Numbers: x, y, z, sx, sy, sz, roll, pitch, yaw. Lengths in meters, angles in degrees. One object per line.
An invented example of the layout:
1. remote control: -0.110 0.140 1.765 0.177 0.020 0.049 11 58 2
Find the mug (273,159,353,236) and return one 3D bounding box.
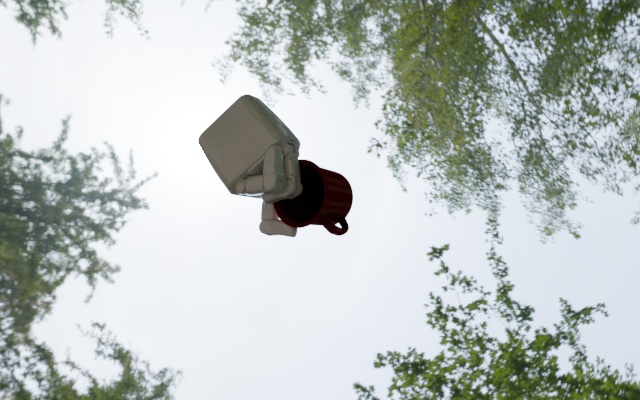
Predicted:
1. mug: 0.001 0.003 0.668 0.117 0.093 0.081 51 22 27
